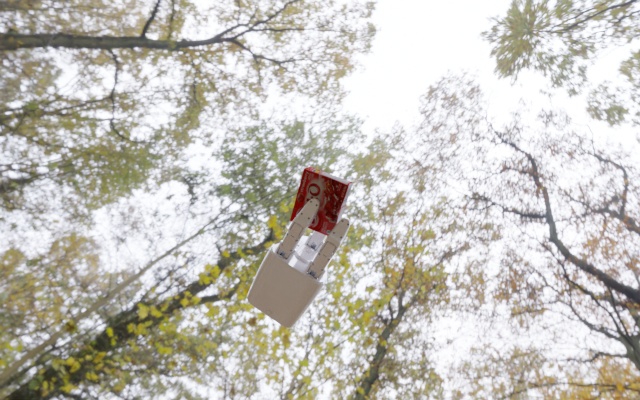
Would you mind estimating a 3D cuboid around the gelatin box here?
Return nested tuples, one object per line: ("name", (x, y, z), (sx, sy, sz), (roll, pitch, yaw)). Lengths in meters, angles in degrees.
("gelatin box", (0.000, 0.002, 0.723), (0.073, 0.089, 0.030), (22, 19, 13))
